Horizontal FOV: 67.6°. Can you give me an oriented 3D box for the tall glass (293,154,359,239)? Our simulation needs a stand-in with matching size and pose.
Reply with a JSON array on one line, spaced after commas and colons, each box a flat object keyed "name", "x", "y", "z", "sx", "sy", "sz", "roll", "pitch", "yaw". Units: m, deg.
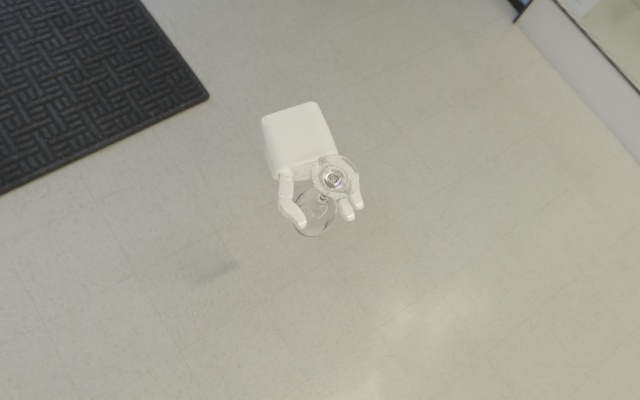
[{"name": "tall glass", "x": 0.000, "y": 0.002, "z": 0.794, "sx": 0.079, "sy": 0.079, "sz": 0.201, "roll": 0, "pitch": -23, "yaw": -14}]
